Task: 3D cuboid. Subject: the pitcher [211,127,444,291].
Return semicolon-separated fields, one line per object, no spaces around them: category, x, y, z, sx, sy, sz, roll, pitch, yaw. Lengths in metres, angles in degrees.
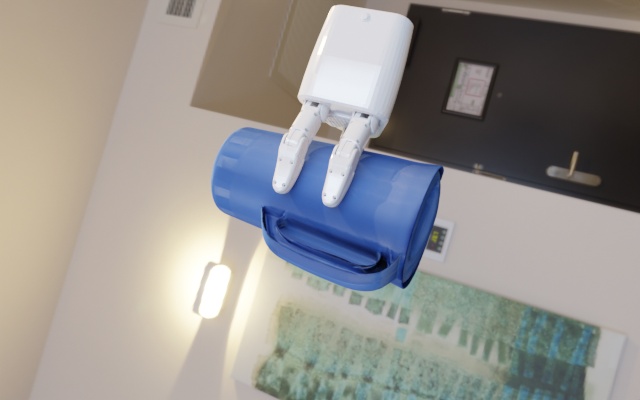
pitcher;0.000;0.002;0.523;0.243;0.145;0.149;17;-4;20
